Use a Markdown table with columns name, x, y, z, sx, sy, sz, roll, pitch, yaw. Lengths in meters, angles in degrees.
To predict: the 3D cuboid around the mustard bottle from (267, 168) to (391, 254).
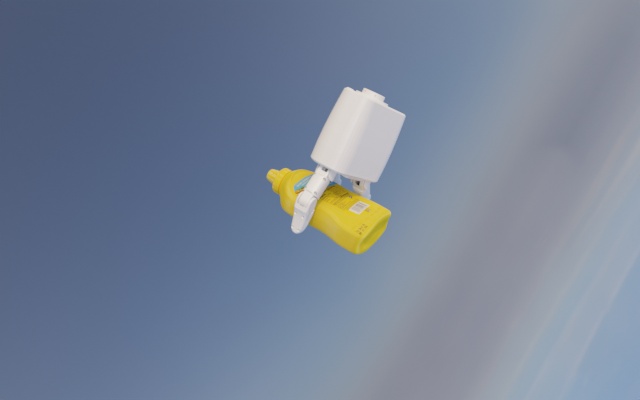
| name | x | y | z | sx | sy | sz | roll | pitch | yaw |
| --- | --- | --- | --- | --- | --- | --- | --- | --- | --- |
| mustard bottle | 0.000 | 0.003 | 0.699 | 0.191 | 0.058 | 0.096 | 29 | 37 | 21 |
